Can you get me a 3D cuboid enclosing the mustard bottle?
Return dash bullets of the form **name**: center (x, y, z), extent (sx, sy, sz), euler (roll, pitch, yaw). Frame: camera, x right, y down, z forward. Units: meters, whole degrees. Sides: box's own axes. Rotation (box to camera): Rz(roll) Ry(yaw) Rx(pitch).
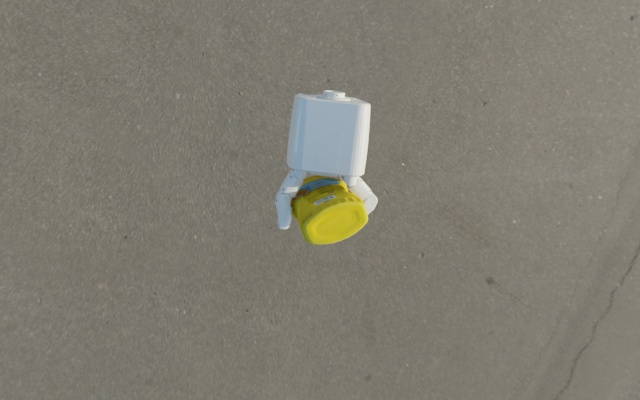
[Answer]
- **mustard bottle**: center (0.000, 0.003, 0.746), extent (0.096, 0.058, 0.191), euler (-22, 22, -6)
